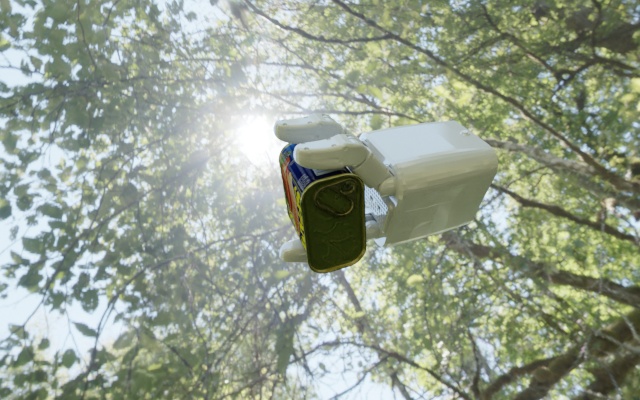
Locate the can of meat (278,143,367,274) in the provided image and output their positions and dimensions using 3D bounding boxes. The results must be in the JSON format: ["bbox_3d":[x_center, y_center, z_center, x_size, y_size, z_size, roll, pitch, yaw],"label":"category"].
[{"bbox_3d":[0.000,0.001,0.447,0.057,0.102,0.084,-15,36,-13],"label":"can of meat"}]
